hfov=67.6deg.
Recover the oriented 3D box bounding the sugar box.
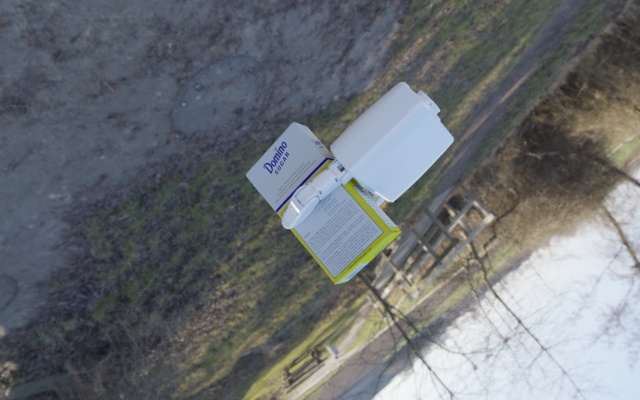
[{"bbox_3d":[0.000,0.002,0.562,0.093,0.176,0.048,-45,-19,16],"label":"sugar box"}]
